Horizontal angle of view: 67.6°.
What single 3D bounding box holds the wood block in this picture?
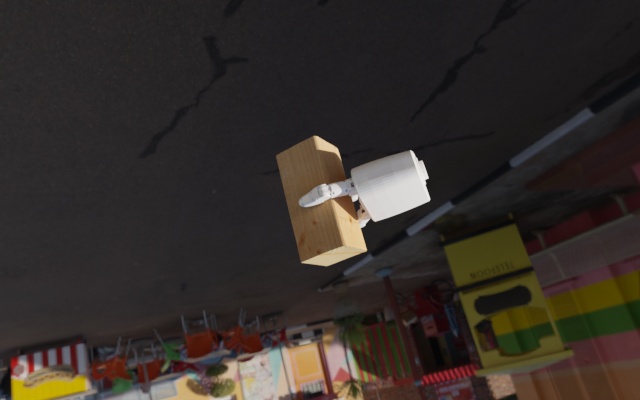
[{"bbox_3d":[0.000,0.003,0.856,0.090,0.206,0.091,-24,-22,24],"label":"wood block"}]
